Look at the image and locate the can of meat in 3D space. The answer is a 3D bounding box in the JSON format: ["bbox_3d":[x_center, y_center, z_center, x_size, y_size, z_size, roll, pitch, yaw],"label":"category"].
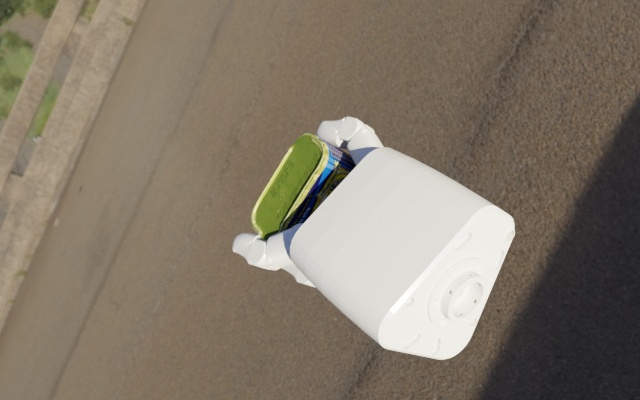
[{"bbox_3d":[0.000,0.001,0.421,0.084,0.102,0.057,24,12,-39],"label":"can of meat"}]
